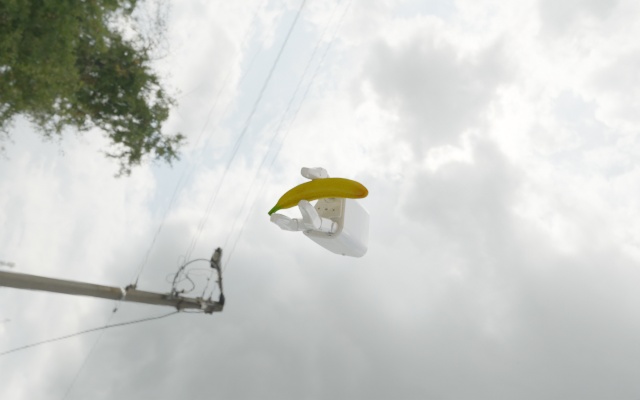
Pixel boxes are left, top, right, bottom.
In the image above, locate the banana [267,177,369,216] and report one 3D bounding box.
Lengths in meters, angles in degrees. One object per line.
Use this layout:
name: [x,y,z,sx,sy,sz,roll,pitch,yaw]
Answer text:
banana: [0.000,-0.011,0.853,0.198,0.069,0.037,-14,-45,27]
